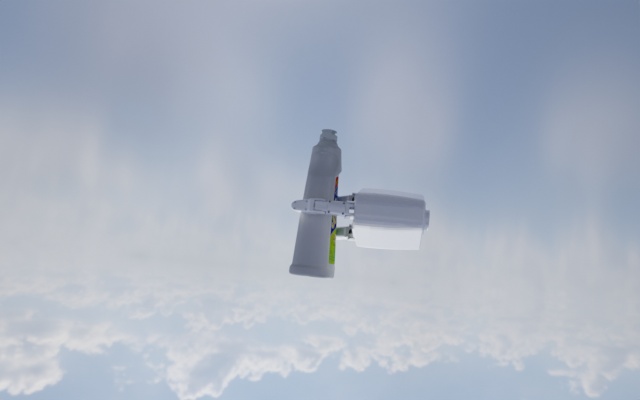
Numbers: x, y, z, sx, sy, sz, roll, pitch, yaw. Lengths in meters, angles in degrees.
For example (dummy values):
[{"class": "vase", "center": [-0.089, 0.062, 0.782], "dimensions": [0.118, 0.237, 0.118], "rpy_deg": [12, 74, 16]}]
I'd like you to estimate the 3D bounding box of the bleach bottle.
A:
[{"class": "bleach bottle", "center": [0.000, 0.003, 0.797], "dimensions": [0.068, 0.250, 0.102], "rpy_deg": [5, -9, 11]}]
